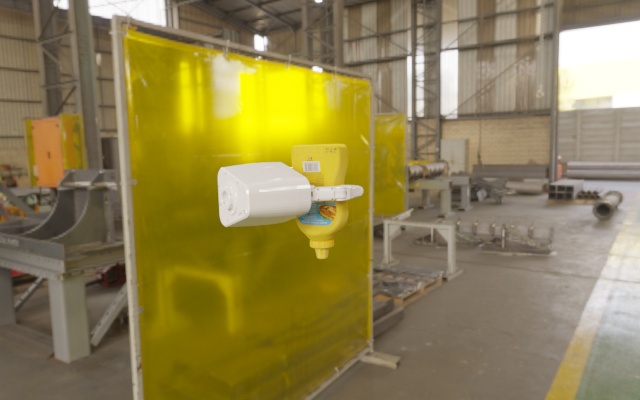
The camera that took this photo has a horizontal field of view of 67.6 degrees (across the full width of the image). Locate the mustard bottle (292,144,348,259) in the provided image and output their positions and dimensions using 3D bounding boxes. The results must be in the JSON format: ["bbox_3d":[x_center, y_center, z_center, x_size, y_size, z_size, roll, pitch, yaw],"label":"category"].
[{"bbox_3d":[0.000,0.002,0.797,0.096,0.191,0.058,2,8,31],"label":"mustard bottle"}]
